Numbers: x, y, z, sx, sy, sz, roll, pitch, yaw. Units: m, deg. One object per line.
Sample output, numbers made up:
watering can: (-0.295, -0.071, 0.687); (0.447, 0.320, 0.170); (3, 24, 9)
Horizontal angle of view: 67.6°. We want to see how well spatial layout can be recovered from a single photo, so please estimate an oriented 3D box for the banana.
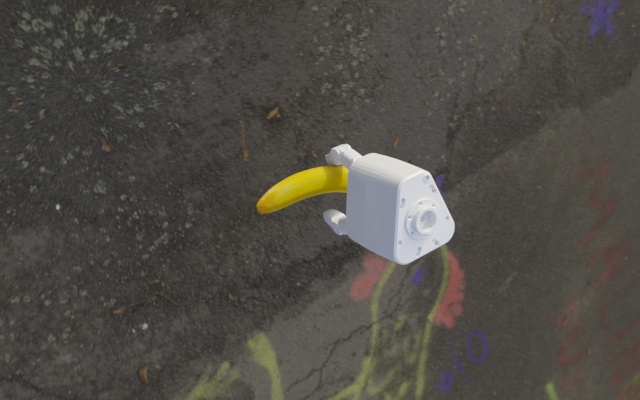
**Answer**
banana: (0.005, -0.016, 0.678); (0.198, 0.070, 0.037); (-1, 16, -30)
